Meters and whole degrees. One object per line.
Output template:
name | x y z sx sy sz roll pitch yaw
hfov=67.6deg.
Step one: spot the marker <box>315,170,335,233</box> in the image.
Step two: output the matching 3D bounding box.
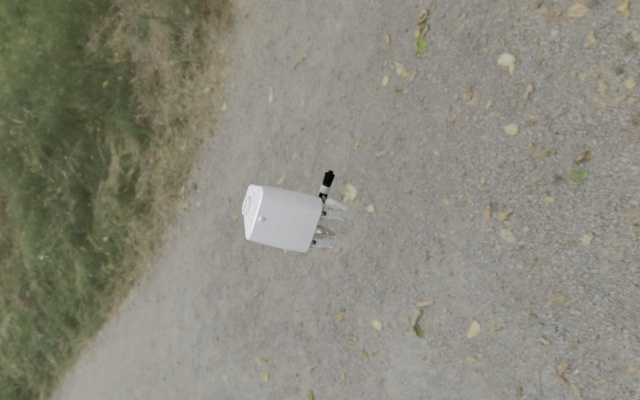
marker | 0.000 0.003 0.860 0.020 0.121 0.020 17 15 -5
